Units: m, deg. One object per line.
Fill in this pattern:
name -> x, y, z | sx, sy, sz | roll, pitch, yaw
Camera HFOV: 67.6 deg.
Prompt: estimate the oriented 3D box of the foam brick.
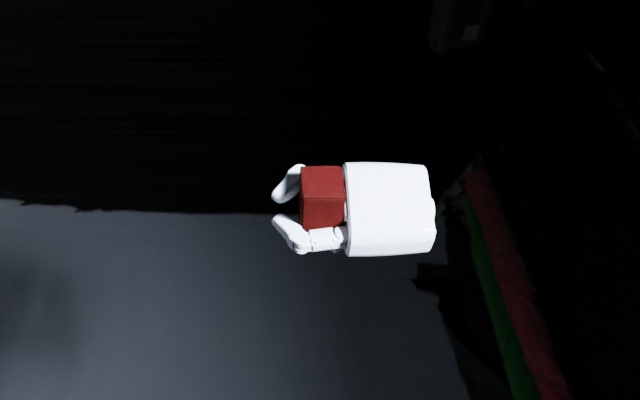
foam brick -> 0.000, 0.002, 0.581 | 0.051, 0.053, 0.078 | -1, -39, -4
